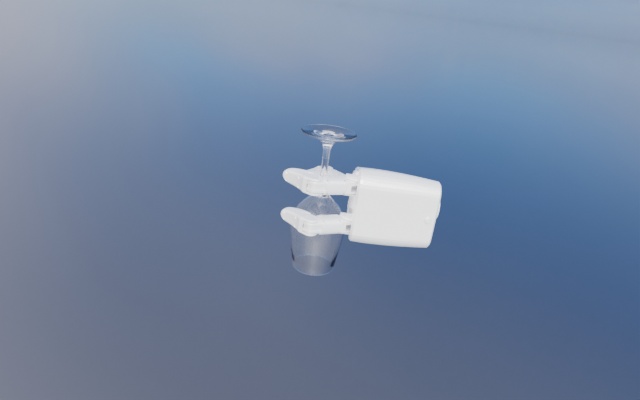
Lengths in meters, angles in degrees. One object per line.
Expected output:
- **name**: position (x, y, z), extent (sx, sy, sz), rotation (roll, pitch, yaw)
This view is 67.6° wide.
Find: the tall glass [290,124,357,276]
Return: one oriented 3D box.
- **tall glass**: position (0.000, 0.001, 0.659), extent (0.079, 0.201, 0.079), rotation (6, 23, -3)
